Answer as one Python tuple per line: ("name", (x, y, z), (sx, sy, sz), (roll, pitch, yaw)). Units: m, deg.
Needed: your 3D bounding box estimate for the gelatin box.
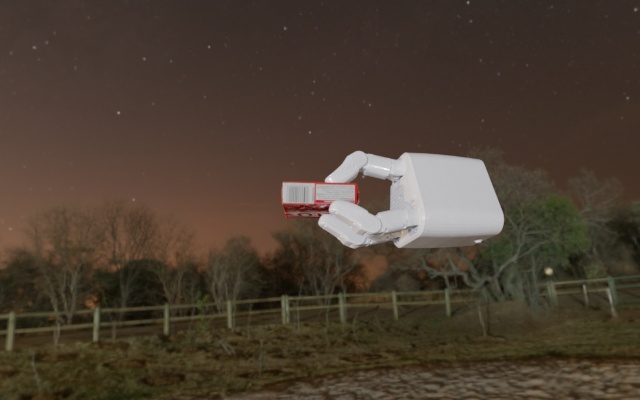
("gelatin box", (0.000, 0.001, 0.575), (0.089, 0.030, 0.073), (1, -14, 1))
